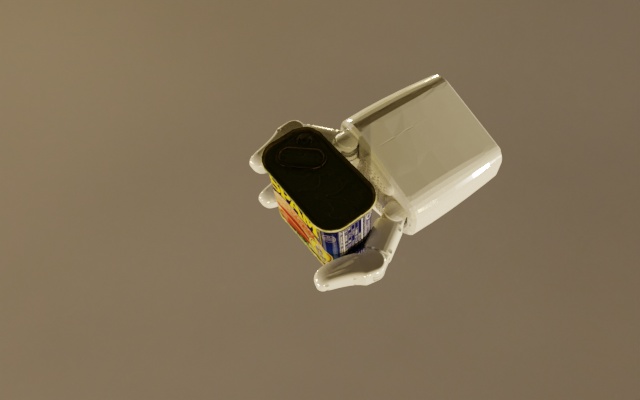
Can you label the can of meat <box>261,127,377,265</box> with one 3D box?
[{"bbox_3d":[0.000,0.002,0.411,0.057,0.102,0.084,-34,-28,-15],"label":"can of meat"}]
